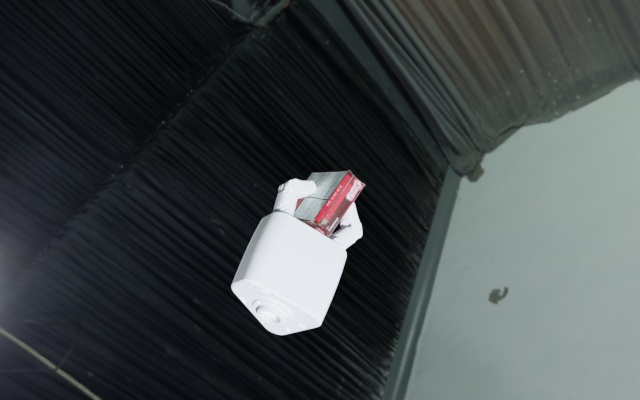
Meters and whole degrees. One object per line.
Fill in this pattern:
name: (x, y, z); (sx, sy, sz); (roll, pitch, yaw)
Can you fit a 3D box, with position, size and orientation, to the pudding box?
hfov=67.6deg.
pudding box: (0.000, 0.002, 0.675); (0.039, 0.090, 0.113); (44, -18, -24)
